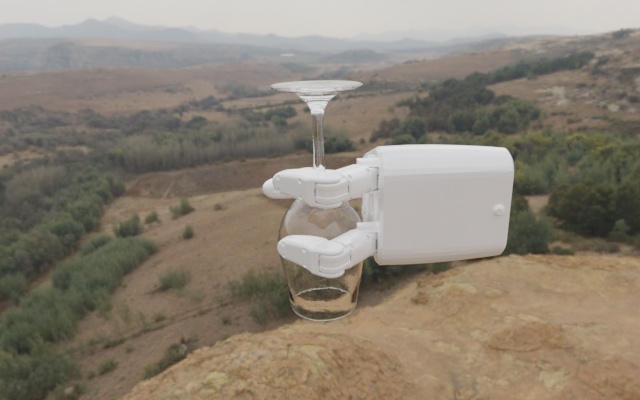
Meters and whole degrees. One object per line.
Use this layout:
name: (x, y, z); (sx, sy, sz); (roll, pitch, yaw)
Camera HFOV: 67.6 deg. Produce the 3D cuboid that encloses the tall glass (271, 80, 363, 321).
tall glass: (0.000, 0.001, 0.415); (0.079, 0.201, 0.079); (-1, 18, 0)
